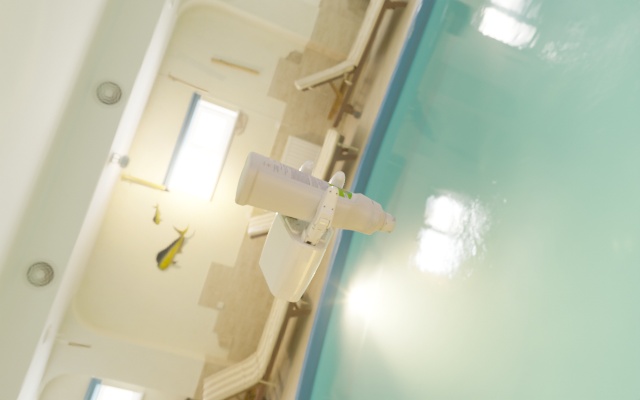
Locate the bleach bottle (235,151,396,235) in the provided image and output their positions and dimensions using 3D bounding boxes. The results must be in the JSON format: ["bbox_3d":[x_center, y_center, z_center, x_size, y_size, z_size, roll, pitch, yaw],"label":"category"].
[{"bbox_3d":[0.000,0.002,0.730,0.251,0.068,0.102,19,20,-13],"label":"bleach bottle"}]
